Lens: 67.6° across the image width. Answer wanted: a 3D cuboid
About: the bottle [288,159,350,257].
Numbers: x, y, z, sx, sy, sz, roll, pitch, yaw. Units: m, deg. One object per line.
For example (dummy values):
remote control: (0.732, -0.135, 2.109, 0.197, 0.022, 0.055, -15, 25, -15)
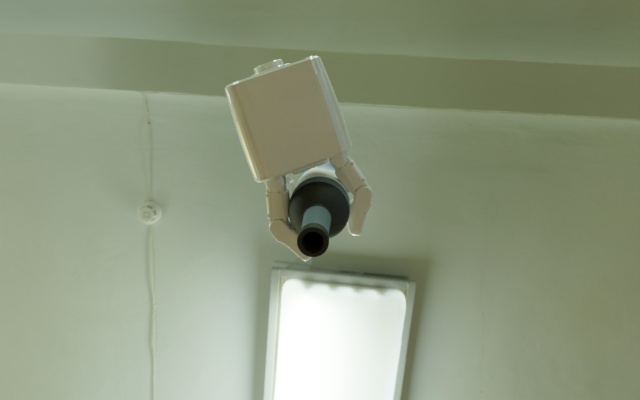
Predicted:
bottle: (0.000, 0.002, 0.547, 0.069, 0.069, 0.295, 0, 13, 3)
